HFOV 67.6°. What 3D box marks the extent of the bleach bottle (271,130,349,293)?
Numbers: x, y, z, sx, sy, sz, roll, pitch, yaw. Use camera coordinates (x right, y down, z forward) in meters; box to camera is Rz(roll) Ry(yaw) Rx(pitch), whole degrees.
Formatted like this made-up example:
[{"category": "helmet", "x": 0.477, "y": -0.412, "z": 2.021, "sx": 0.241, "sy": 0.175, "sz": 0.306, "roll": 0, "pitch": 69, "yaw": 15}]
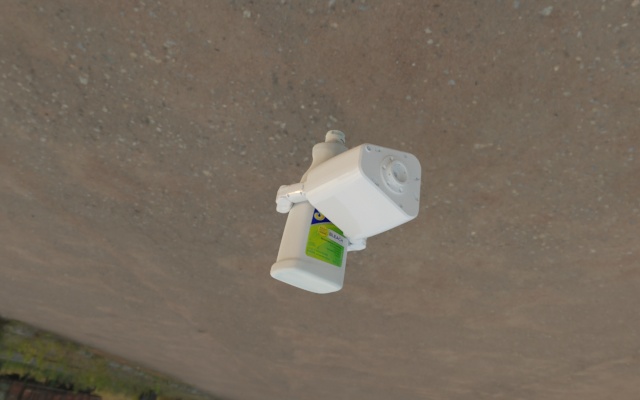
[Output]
[{"category": "bleach bottle", "x": 0.000, "y": 0.002, "z": 0.707, "sx": 0.102, "sy": 0.250, "sz": 0.068, "roll": 26, "pitch": -31, "yaw": -31}]
